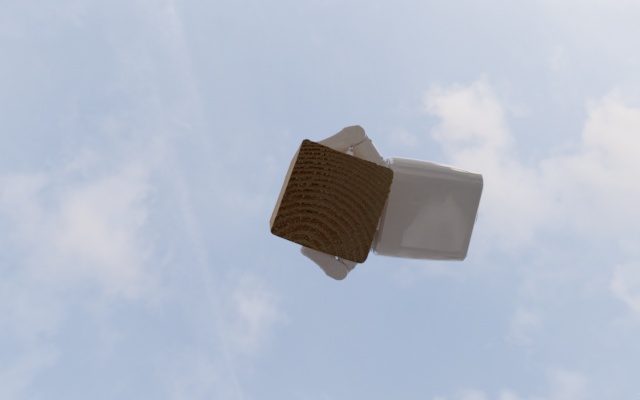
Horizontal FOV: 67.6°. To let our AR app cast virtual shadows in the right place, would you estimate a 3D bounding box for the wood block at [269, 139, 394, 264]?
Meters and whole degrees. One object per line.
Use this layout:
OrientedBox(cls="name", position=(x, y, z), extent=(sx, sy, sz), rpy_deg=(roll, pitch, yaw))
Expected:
OrientedBox(cls="wood block", position=(0.000, 0.002, 0.518), extent=(0.090, 0.091, 0.206), rpy_deg=(19, -3, -6))
